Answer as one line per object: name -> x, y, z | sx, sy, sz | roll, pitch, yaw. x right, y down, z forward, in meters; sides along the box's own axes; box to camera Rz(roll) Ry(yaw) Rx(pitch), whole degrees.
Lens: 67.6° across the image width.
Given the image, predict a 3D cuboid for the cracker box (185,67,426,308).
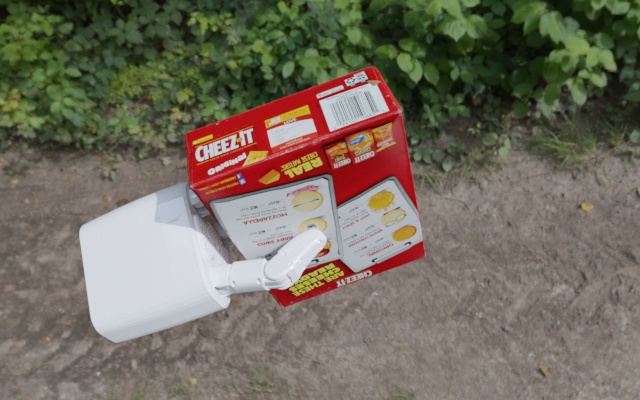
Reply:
cracker box -> 0.000, 0.001, 0.439 | 0.164, 0.072, 0.214 | -20, -39, 3
